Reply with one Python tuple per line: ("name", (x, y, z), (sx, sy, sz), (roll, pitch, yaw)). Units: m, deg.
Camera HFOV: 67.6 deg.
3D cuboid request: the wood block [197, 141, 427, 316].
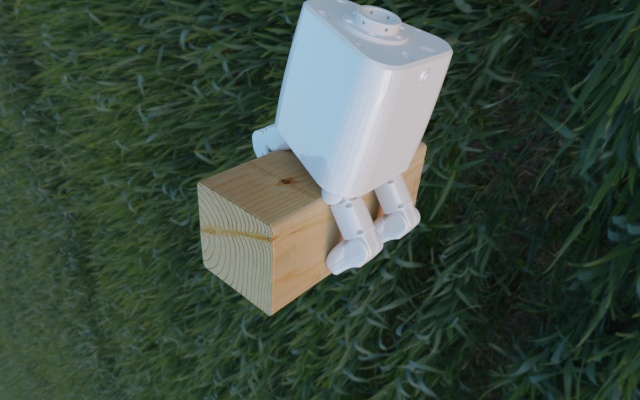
("wood block", (0.000, 0.001, 0.443), (0.090, 0.090, 0.206), (28, 39, 33))
